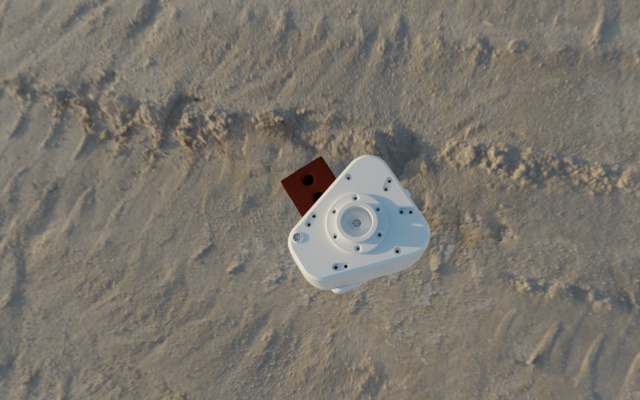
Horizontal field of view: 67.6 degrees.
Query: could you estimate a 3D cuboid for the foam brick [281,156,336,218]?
[{"bbox_3d":[0.000,0.002,0.516,0.053,0.078,0.051,-32,-12,-3],"label":"foam brick"}]
